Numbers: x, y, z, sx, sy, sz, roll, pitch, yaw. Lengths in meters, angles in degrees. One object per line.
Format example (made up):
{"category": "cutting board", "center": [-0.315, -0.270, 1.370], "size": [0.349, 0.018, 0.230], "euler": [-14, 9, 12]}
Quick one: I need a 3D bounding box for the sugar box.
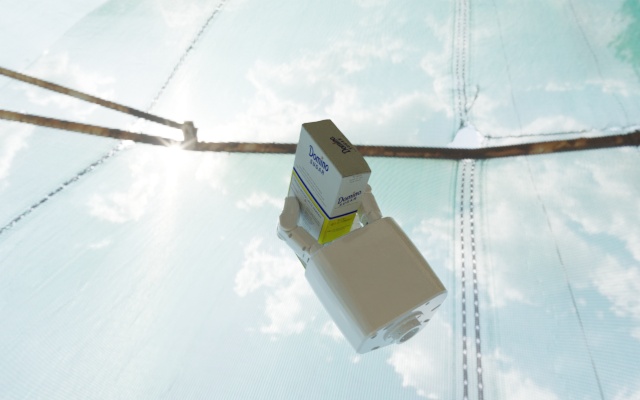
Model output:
{"category": "sugar box", "center": [0.001, 0.002, 0.566], "size": [0.048, 0.093, 0.176], "euler": [-14, -38, -30]}
